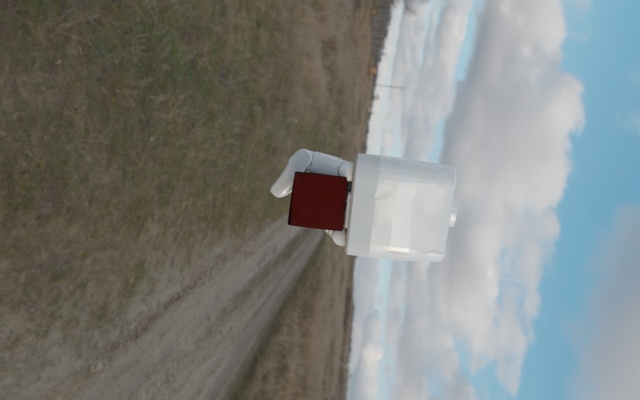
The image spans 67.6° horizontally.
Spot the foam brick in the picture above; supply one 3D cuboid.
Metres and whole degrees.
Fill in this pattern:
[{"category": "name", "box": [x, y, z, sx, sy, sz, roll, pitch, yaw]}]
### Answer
[{"category": "foam brick", "box": [0.000, 0.002, 0.483, 0.051, 0.053, 0.078, 7, -1, 4]}]
